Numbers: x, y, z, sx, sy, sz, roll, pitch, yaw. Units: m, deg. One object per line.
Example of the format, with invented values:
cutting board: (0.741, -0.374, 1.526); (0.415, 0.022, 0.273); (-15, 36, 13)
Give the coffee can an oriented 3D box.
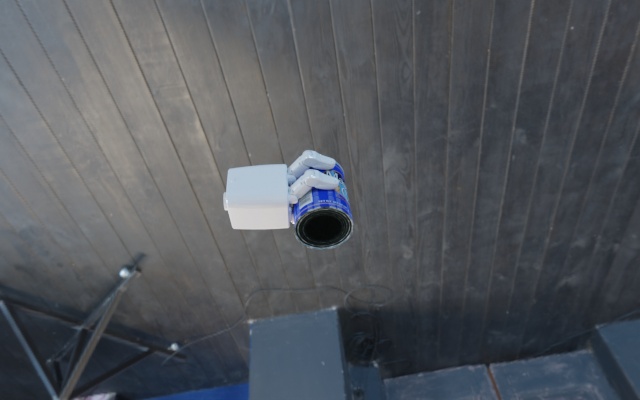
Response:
coffee can: (0.000, 0.003, 0.863); (0.103, 0.103, 0.140); (0, 42, -7)
